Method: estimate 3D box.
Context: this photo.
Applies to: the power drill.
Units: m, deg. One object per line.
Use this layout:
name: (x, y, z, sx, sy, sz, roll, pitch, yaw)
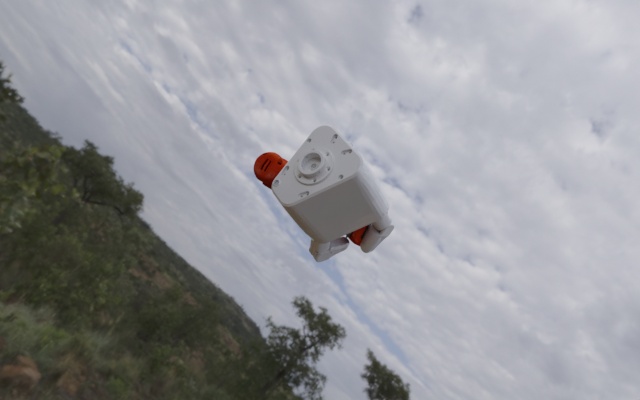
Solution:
power drill: (0.000, 0.003, 0.727, 0.187, 0.057, 0.184, 29, -1, 18)
